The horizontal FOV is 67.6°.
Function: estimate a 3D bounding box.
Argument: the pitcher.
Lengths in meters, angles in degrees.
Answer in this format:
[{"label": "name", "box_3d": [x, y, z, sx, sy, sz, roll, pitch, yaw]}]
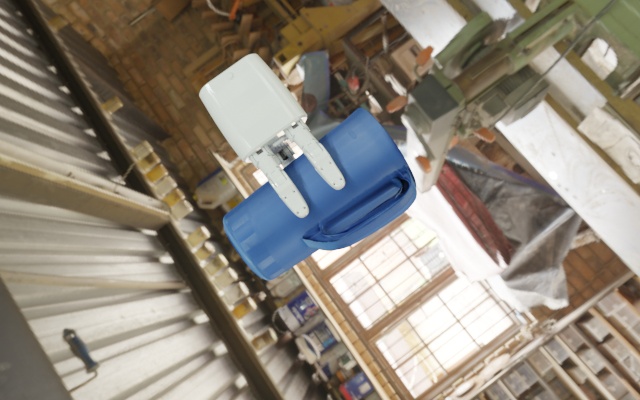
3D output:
[{"label": "pitcher", "box_3d": [0.000, 0.002, 0.631, 0.243, 0.145, 0.149, -36, -4, -1]}]
